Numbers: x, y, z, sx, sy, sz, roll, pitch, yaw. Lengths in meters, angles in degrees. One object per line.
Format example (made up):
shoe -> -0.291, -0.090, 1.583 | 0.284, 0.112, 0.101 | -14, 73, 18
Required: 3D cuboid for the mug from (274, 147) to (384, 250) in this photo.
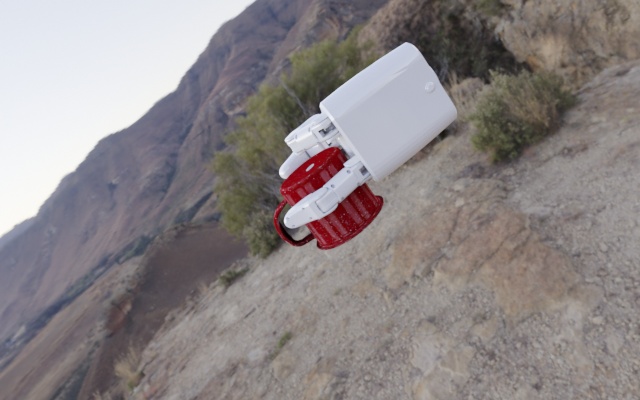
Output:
mug -> -0.001, 0.002, 0.532 | 0.117, 0.081, 0.093 | -37, 15, 2
